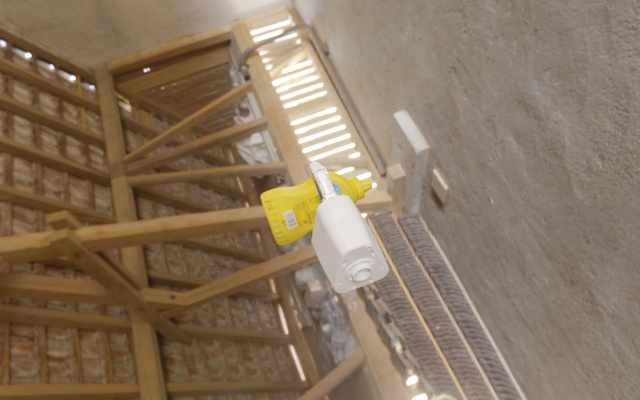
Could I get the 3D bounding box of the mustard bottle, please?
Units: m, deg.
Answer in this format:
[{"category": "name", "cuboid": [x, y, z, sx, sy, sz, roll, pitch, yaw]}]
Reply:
[{"category": "mustard bottle", "cuboid": [0.000, 0.003, 0.827, 0.191, 0.096, 0.058, -20, 24, -7]}]
